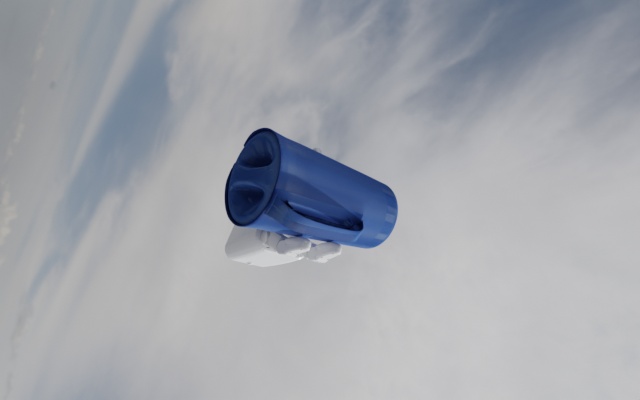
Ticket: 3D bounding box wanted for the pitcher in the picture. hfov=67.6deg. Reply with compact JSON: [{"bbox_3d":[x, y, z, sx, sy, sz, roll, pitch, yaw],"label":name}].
[{"bbox_3d":[0.000,0.002,0.680,0.243,0.149,0.145,17,-26,-37],"label":"pitcher"}]
